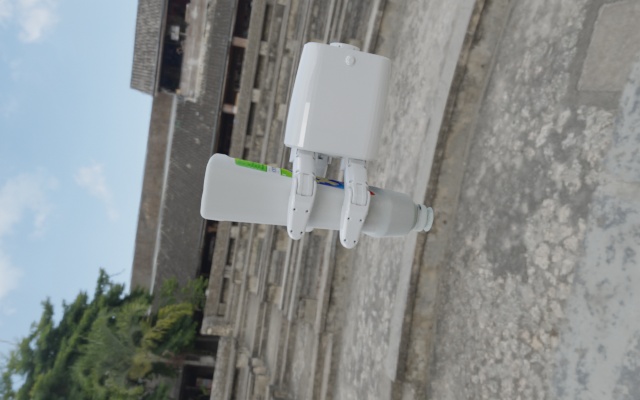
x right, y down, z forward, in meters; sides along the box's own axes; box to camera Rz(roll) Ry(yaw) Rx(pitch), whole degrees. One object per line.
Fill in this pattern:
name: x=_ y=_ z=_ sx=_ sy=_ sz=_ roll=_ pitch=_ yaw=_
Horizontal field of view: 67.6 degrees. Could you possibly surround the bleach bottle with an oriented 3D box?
bleach bottle: x=0.000 y=0.002 z=0.533 sx=0.251 sy=0.068 sz=0.102 roll=9 pitch=8 yaw=-10
